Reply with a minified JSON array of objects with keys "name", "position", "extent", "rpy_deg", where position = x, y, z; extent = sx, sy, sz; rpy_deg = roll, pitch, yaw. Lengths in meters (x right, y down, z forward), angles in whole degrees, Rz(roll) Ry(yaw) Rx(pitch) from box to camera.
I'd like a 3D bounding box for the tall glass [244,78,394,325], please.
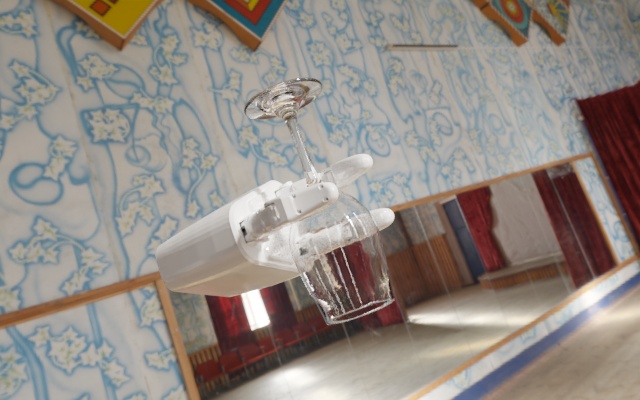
[{"name":"tall glass","position":[0.000,0.001,0.416],"extent":[0.079,0.201,0.079],"rpy_deg":[-20,-8,-3]}]
